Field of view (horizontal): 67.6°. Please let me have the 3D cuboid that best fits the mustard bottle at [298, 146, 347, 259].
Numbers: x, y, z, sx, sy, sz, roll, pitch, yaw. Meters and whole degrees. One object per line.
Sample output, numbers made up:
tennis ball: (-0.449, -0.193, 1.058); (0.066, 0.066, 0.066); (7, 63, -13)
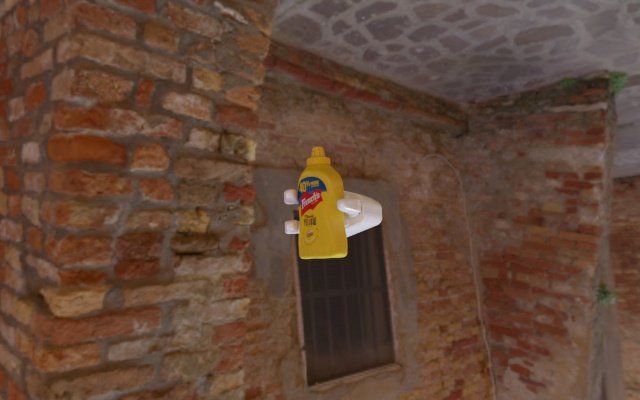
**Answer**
mustard bottle: (0.000, 0.003, 0.818); (0.058, 0.191, 0.096); (3, -9, -38)
